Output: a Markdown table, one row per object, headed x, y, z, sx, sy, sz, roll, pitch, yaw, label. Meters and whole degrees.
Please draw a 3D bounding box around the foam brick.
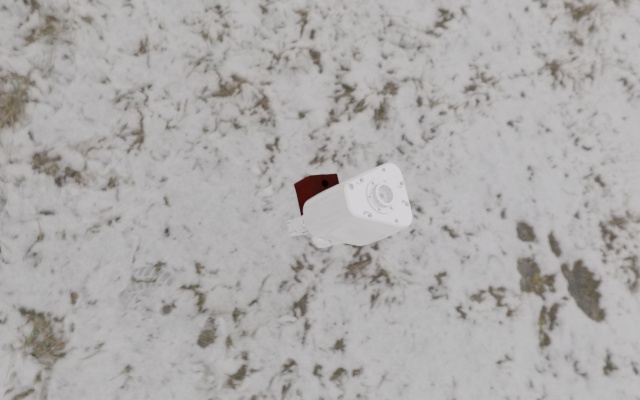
| x | y | z | sx | sy | sz | roll | pitch | yaw | label |
| --- | --- | --- | --- | --- | --- | --- | --- | --- | --- |
| 0.000 | 0.002 | 0.732 | 0.053 | 0.078 | 0.051 | -6 | -13 | -33 | foam brick |
